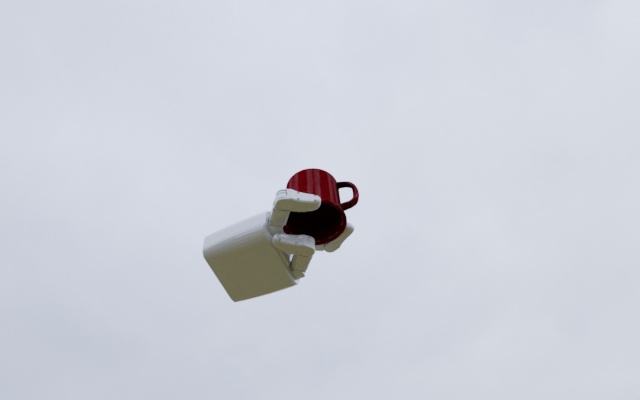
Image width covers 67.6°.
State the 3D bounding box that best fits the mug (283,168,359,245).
[{"bbox_3d":[0.001,0.002,0.706,0.117,0.081,0.093,-20,-49,13],"label":"mug"}]
